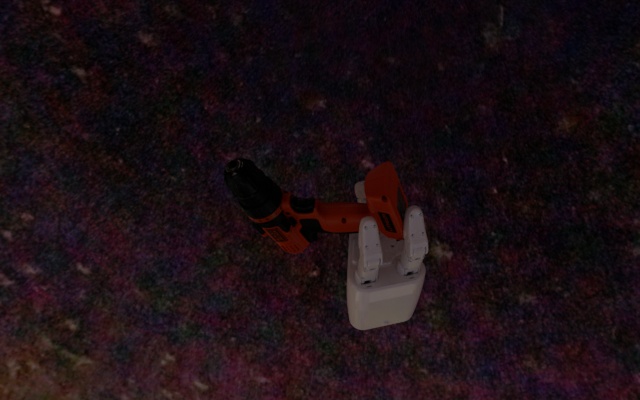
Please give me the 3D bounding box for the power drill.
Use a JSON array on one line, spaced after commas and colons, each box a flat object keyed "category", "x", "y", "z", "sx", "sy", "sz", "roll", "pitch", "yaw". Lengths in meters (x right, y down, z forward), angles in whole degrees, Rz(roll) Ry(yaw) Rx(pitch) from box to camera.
[{"category": "power drill", "x": 0.001, "y": 0.002, "z": 0.564, "sx": 0.187, "sy": 0.057, "sz": 0.184, "roll": -5, "pitch": -32, "yaw": 22}]
